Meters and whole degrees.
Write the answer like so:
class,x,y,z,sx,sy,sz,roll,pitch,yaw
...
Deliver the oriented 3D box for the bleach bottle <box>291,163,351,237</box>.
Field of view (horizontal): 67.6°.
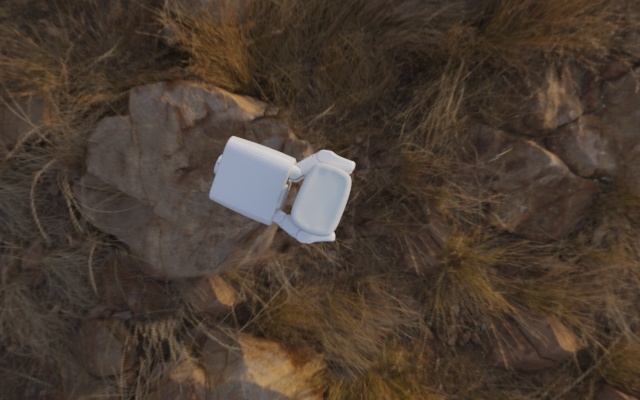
class,x,y,z,sx,sy,sz,roll,pitch,yaw
bleach bottle,0.000,0.002,0.773,0.068,0.102,0.251,22,-3,0
